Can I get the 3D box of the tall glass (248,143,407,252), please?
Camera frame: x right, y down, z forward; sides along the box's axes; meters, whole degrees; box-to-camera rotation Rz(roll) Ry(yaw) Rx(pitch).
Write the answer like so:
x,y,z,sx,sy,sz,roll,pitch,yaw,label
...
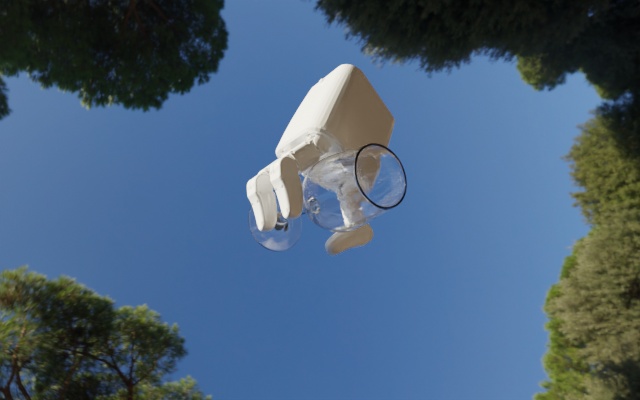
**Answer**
x,y,z,sx,sy,sz,roll,pitch,yaw,label
0.000,0.002,0.507,0.079,0.079,0.201,0,-14,-35,tall glass
